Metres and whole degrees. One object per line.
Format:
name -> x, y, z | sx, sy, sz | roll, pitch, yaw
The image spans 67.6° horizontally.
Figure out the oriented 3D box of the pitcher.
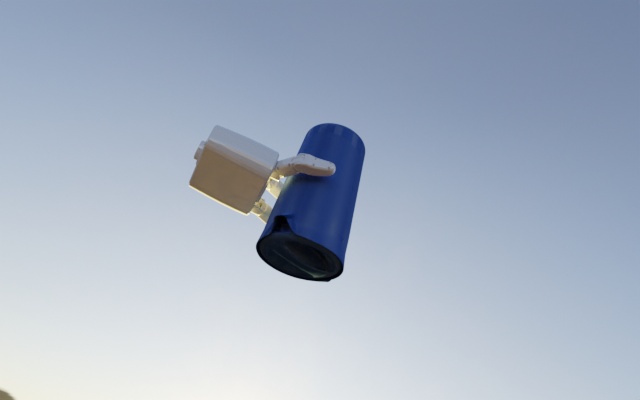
pitcher -> 0.000, 0.002, 0.766 | 0.145, 0.242, 0.149 | 25, -35, -10
